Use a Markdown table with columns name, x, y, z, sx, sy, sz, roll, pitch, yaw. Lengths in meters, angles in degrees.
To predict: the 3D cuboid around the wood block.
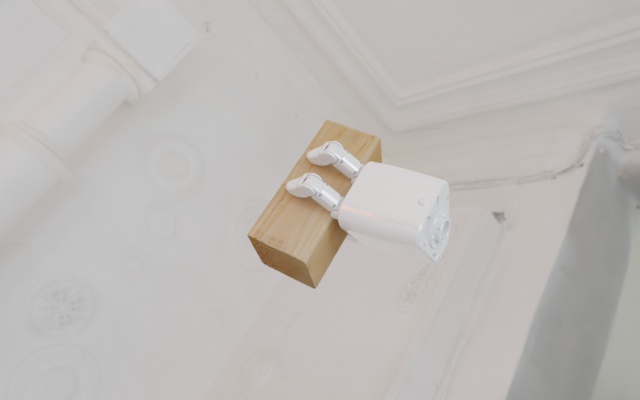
| name | x | y | z | sx | sy | sz | roll | pitch | yaw |
| --- | --- | --- | --- | --- | --- | --- | --- | --- | --- |
| wood block | 0.001 | 0.002 | 0.659 | 0.090 | 0.206 | 0.091 | 22 | -26 | 22 |
